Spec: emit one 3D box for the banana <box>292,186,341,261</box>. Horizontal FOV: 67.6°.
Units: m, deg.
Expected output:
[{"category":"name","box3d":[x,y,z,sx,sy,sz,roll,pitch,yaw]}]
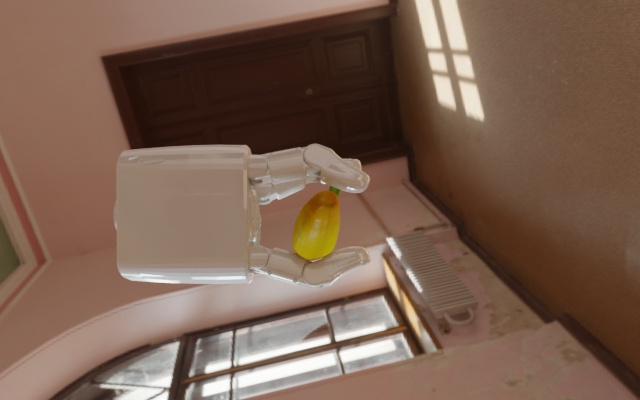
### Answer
[{"category":"banana","box3d":[-0.003,0.019,0.417,0.037,0.069,0.198,11,5,1]}]
